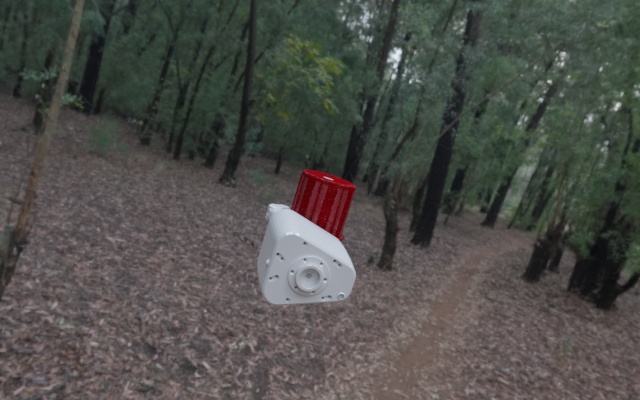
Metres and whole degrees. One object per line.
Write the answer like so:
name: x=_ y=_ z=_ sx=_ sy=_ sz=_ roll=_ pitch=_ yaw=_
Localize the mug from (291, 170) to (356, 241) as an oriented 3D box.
mug: x=0.000 y=0.002 z=0.708 sx=0.093 sy=0.081 sz=0.117 roll=15 pitch=10 yaw=-12
